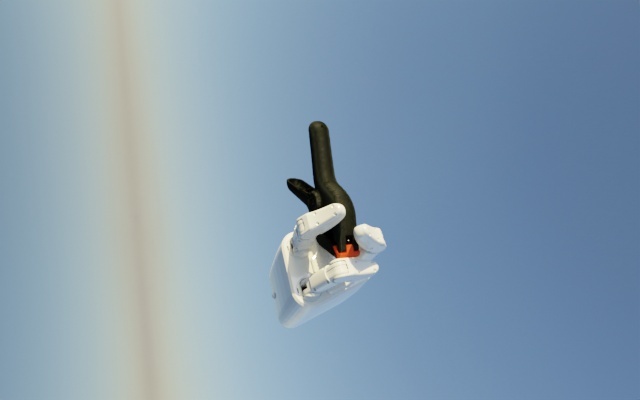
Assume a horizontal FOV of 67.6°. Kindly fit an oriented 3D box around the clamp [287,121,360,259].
[{"bbox_3d":[0.001,0.002,0.591,0.039,0.171,0.120,-5,-28,-21],"label":"clamp"}]
